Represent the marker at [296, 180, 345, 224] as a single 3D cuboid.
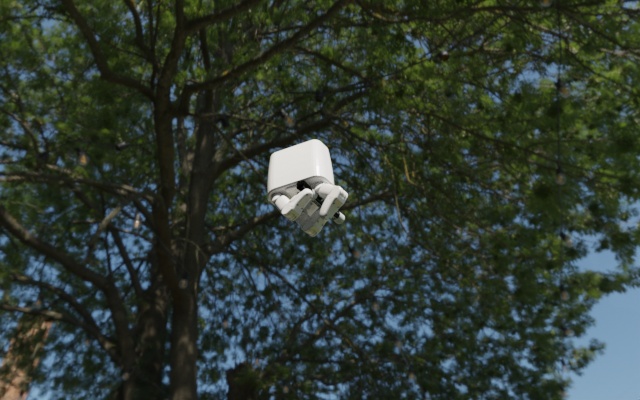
[{"bbox_3d":[0.000,0.003,0.820,0.020,0.020,0.121,0,-32,45],"label":"marker"}]
